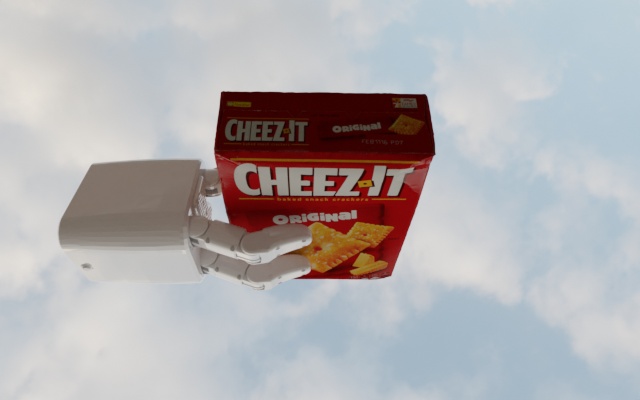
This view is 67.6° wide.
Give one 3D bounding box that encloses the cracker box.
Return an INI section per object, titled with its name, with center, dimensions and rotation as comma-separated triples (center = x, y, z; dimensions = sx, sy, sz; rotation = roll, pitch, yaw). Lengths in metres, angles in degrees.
[cracker box]
center = 0.000, 0.001, 0.442
dimensions = 0.164, 0.072, 0.214
rotation = 0, -34, -2
